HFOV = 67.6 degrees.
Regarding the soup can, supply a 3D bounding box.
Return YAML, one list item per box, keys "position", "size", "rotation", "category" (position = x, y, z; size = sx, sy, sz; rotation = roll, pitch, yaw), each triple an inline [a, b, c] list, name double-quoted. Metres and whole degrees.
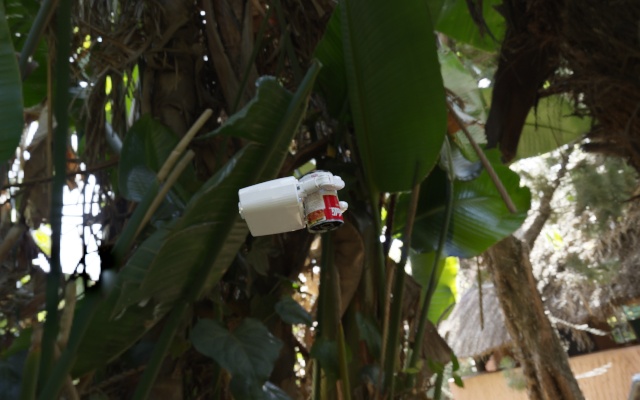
- position: [0.001, 0.003, 0.895]
  size: [0.068, 0.102, 0.068]
  rotation: [-11, -19, -4]
  category: "soup can"
